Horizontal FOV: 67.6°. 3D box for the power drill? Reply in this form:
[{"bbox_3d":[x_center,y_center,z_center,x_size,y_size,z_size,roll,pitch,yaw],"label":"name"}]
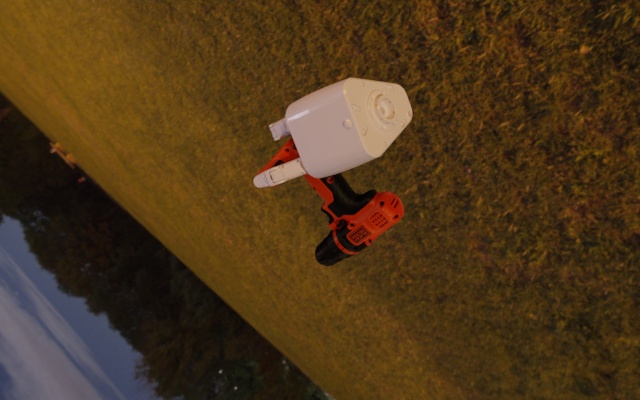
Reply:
[{"bbox_3d":[0.000,0.002,0.686,0.184,0.187,0.057,-42,10,42],"label":"power drill"}]
